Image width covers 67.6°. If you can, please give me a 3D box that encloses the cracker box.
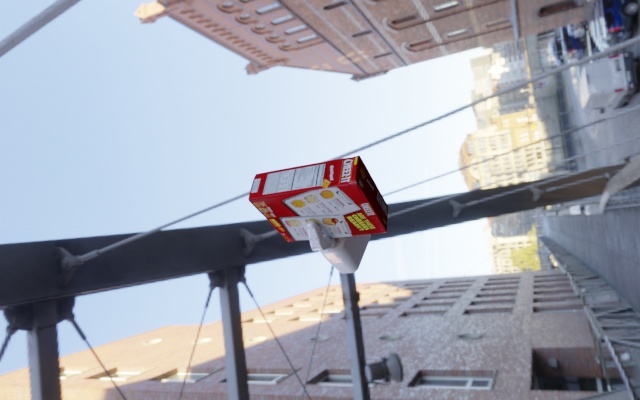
[{"bbox_3d":[0.000,0.003,0.894,0.214,0.072,0.164,-9,-37,24],"label":"cracker box"}]
